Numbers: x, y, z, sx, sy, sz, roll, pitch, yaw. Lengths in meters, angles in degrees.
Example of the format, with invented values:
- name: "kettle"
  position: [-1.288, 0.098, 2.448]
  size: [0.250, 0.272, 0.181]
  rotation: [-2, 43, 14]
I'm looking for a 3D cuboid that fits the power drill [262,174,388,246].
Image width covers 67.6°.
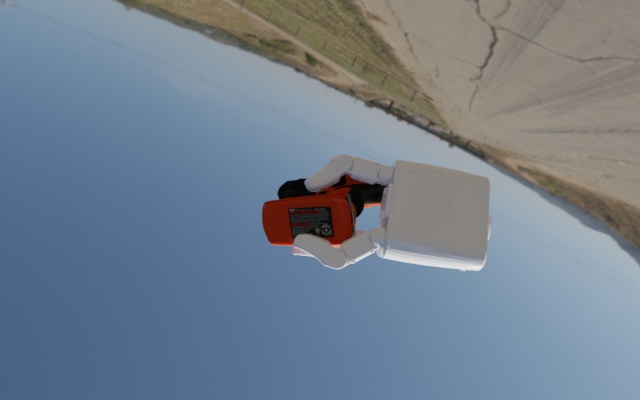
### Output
- name: "power drill"
  position: [0.000, 0.002, 0.609]
  size: [0.184, 0.057, 0.187]
  rotation: [-5, 13, 22]
